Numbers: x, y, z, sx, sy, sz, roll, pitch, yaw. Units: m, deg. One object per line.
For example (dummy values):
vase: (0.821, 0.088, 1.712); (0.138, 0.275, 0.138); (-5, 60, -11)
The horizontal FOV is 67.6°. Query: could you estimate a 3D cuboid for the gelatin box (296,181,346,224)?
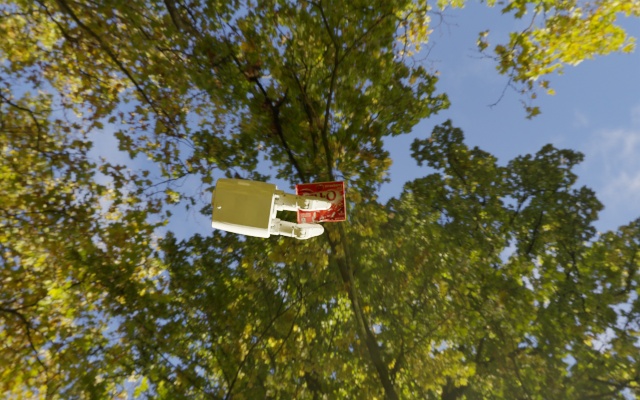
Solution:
gelatin box: (0.000, 0.003, 0.887); (0.089, 0.073, 0.030); (-4, 5, -7)
